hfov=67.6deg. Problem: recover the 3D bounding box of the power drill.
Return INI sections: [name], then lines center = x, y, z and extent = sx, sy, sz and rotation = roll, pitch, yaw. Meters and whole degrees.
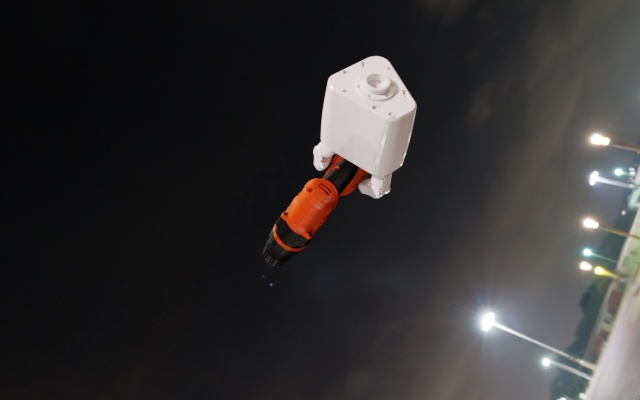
[power drill]
center = 0.000, 0.002, 0.690
extent = 0.187, 0.057, 0.184
rotation = -50, 0, -44
